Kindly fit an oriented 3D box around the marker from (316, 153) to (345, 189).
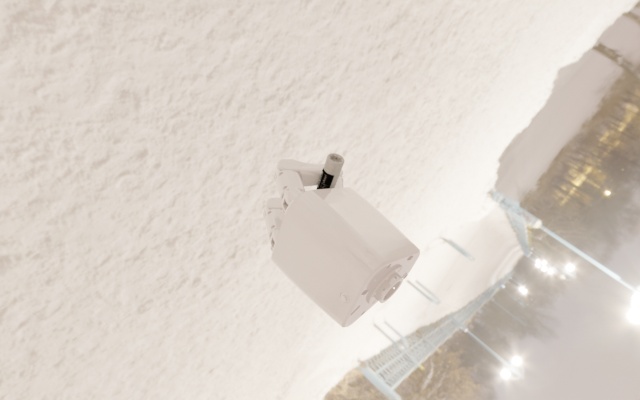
[{"bbox_3d":[0.000,0.002,0.524,0.020,0.121,0.020,12,39,-10],"label":"marker"}]
